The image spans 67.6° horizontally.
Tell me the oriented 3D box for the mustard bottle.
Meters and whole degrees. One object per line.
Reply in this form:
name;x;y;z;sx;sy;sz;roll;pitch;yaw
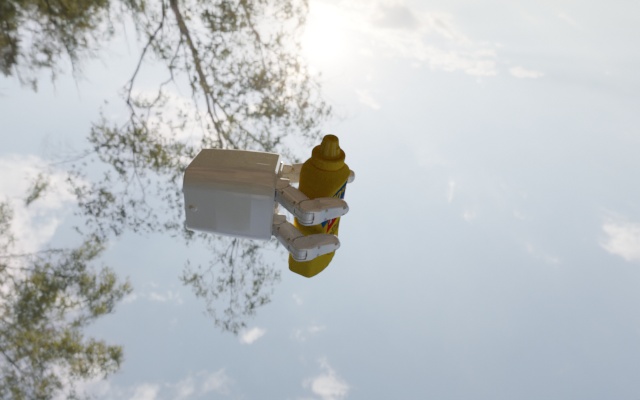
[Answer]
mustard bottle;0.000;0.002;0.605;0.058;0.192;0.096;21;40;16
